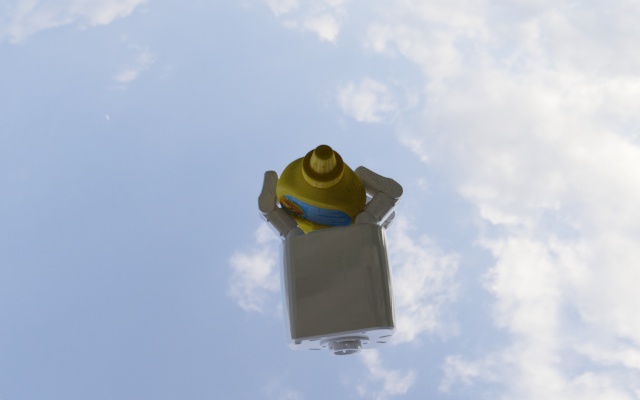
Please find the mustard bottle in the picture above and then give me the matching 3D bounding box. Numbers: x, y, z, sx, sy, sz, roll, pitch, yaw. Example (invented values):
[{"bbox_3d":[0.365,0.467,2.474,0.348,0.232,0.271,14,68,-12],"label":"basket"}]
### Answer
[{"bbox_3d":[0.000,0.002,0.522,0.096,0.058,0.192,18,-27,8],"label":"mustard bottle"}]
